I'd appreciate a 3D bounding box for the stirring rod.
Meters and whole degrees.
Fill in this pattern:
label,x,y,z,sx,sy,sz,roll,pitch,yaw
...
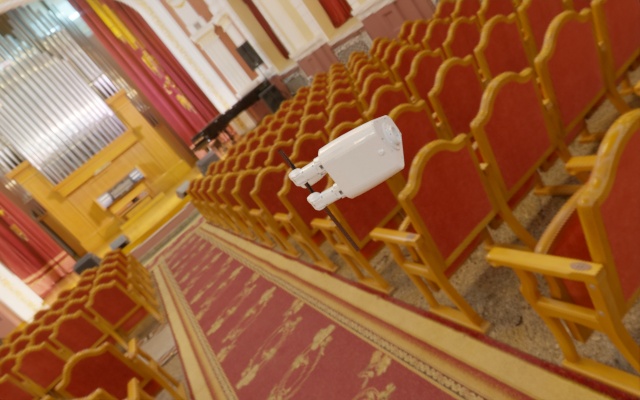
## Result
label,x,y,z,sx,sy,sz,roll,pitch,yaw
stirring rod,0.000,0.003,0.866,0.011,0.239,0.011,-34,17,12
